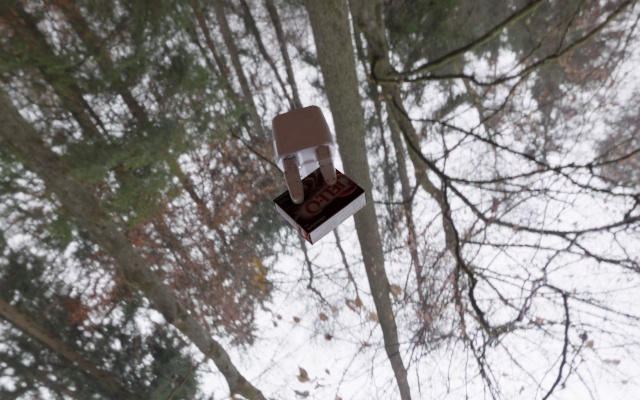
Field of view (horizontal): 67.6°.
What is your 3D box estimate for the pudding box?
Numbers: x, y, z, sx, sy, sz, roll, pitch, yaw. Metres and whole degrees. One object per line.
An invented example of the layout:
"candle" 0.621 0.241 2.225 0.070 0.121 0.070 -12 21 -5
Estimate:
"pudding box" 0.000 0.002 0.725 0.113 0.039 0.090 -38 53 -16
